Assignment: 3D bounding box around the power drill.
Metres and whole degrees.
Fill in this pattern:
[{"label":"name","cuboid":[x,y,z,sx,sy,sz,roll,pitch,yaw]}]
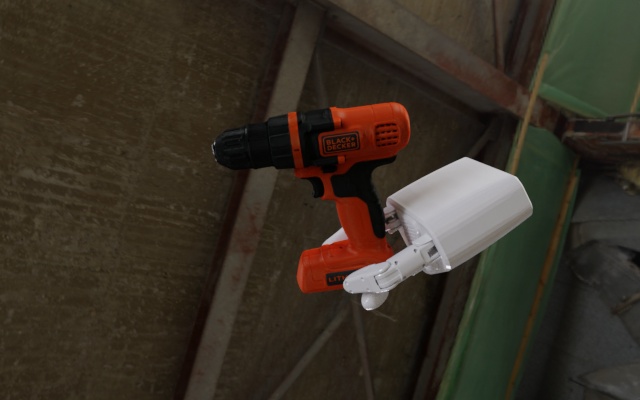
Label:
[{"label":"power drill","cuboid":[0.000,0.002,0.476,0.184,0.188,0.057,-8,29,2]}]
